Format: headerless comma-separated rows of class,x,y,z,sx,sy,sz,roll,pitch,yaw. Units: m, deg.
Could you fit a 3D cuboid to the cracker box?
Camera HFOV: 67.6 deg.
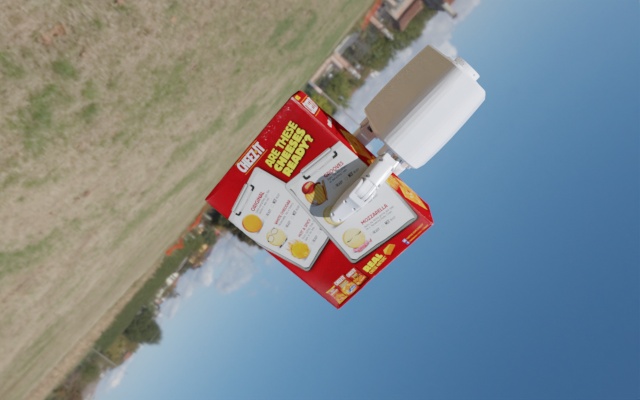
cracker box,0.000,0.002,0.574,0.214,0.164,0.072,41,20,-9
